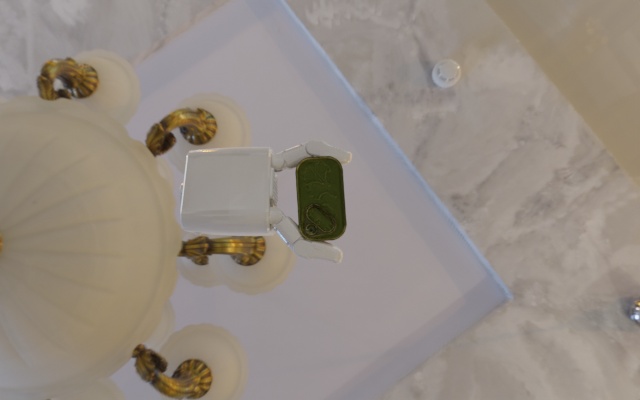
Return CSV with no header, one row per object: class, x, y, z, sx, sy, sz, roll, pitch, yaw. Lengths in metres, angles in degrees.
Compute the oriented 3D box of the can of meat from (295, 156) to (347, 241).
can of meat,0.000,0.002,0.608,0.057,0.102,0.084,-4,-7,-1
